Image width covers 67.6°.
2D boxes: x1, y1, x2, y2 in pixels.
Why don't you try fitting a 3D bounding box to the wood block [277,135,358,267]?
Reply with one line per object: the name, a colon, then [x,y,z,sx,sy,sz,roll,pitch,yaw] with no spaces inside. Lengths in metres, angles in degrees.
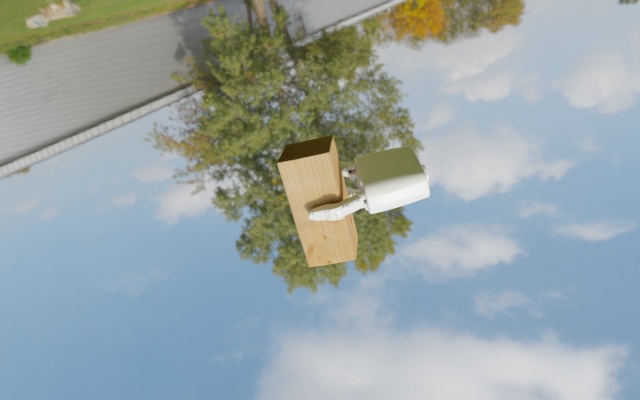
wood block: [0.001,0.003,0.844,0.090,0.206,0.090,-11,24,11]
